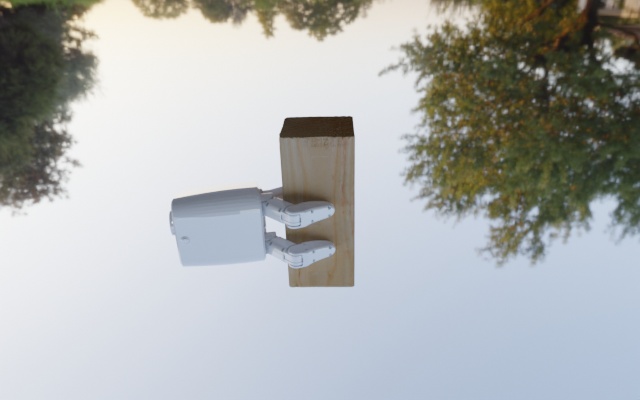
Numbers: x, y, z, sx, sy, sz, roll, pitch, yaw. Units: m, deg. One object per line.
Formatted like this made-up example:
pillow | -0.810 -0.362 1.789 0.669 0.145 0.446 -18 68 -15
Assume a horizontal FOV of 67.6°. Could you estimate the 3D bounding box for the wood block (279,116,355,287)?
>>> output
wood block | 0.000 0.002 0.623 0.090 0.206 0.090 -1 26 1
